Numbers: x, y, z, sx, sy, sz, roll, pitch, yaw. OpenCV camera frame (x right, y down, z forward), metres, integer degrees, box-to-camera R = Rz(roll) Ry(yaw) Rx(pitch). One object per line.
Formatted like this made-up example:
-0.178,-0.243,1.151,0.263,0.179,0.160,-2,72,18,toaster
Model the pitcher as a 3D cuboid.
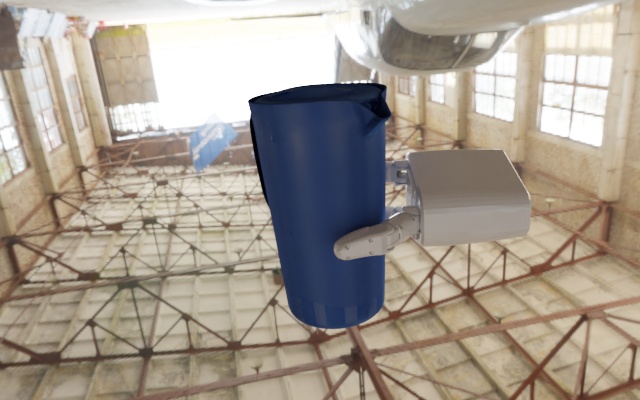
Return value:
0.000,0.002,0.501,0.145,0.243,0.149,-5,20,1,pitcher
